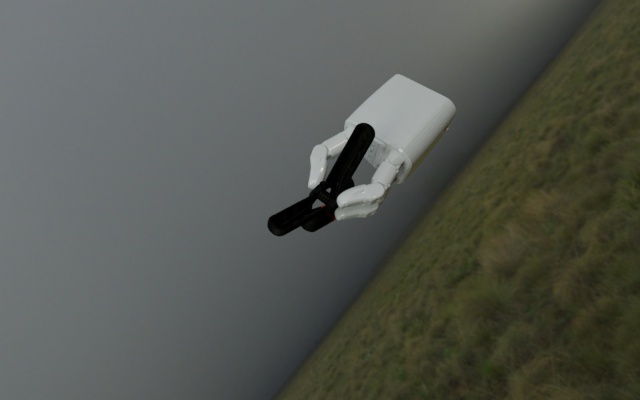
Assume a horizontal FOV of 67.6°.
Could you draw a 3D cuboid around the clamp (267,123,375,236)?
[{"bbox_3d":[0.000,0.001,0.614,0.036,0.164,0.210,42,-15,12],"label":"clamp"}]
